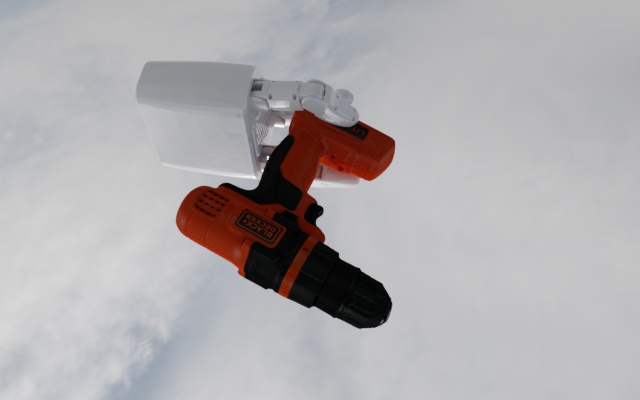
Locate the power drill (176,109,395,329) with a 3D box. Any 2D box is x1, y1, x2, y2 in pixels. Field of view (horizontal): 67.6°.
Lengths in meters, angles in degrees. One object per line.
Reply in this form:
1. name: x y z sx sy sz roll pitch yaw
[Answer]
1. power drill: 0.000 0.001 0.417 0.184 0.187 0.057 29 -41 6
